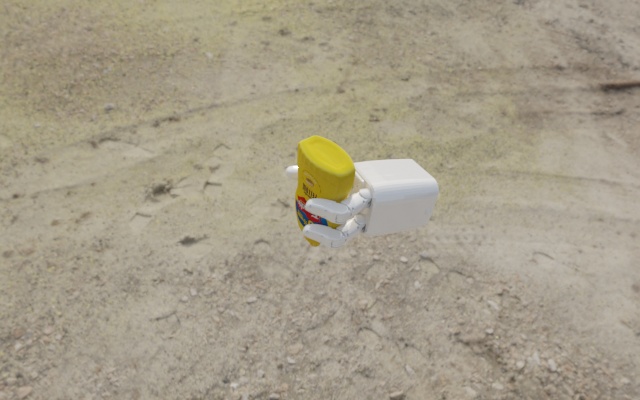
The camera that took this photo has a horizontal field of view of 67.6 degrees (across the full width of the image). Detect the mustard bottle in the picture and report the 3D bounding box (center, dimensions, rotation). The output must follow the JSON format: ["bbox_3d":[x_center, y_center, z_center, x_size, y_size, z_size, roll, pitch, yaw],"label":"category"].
[{"bbox_3d":[0.000,0.002,0.726,0.058,0.192,0.096,-28,54,-31],"label":"mustard bottle"}]
